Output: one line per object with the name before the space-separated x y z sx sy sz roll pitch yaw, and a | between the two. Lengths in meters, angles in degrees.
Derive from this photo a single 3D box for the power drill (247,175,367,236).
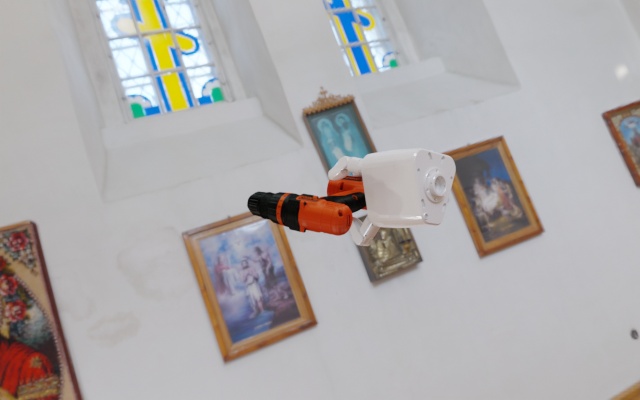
power drill | 0.001 0.002 0.779 0.184 0.057 0.187 12 21 31
